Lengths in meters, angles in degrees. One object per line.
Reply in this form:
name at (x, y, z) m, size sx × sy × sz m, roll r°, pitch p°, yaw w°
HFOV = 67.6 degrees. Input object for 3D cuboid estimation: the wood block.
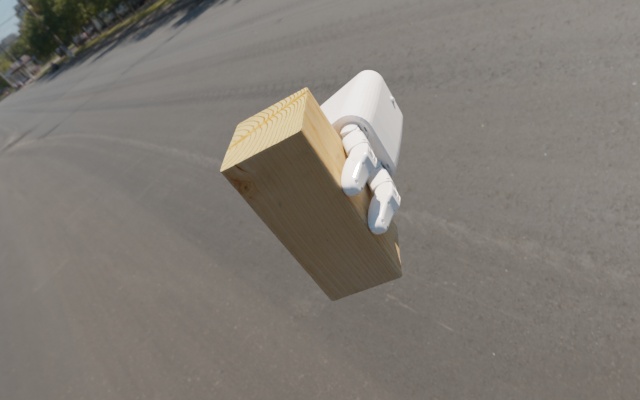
wood block at (0.000, 0.001, 0.506) m, size 0.091 × 0.206 × 0.090 m, roll -24°, pitch 34°, yaw 21°
